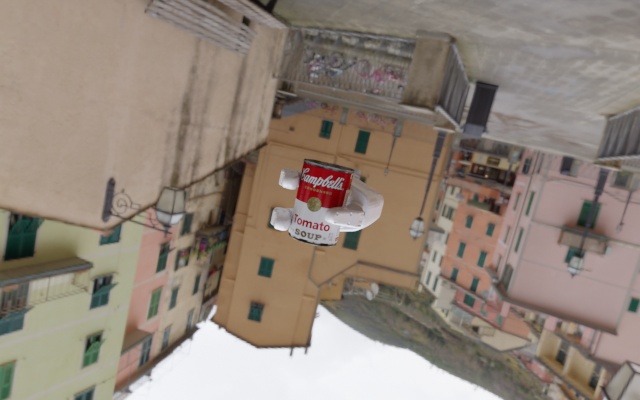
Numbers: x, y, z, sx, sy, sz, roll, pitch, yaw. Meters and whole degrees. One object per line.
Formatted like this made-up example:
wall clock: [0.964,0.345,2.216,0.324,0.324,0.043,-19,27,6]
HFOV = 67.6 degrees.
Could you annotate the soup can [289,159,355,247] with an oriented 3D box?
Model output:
soup can: [0.000,0.002,0.626,0.068,0.102,0.068,13,9,-2]
